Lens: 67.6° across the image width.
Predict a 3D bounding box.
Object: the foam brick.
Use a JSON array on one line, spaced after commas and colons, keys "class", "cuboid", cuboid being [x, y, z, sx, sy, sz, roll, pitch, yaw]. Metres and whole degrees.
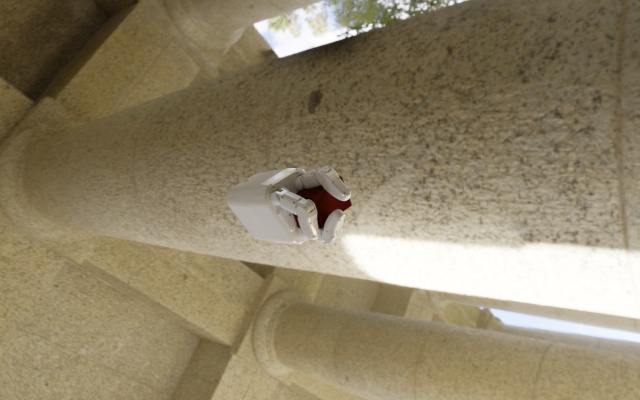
[{"class": "foam brick", "cuboid": [0.000, 0.002, 0.730, 0.051, 0.053, 0.078, -2, 24, 44]}]
